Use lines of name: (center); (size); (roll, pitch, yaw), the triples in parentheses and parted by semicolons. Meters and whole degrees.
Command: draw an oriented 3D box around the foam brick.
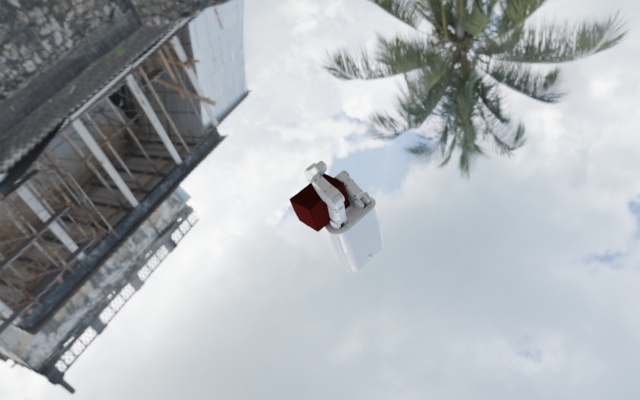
foam brick: (0.000, 0.003, 0.771); (0.078, 0.051, 0.053); (-39, 43, -23)
